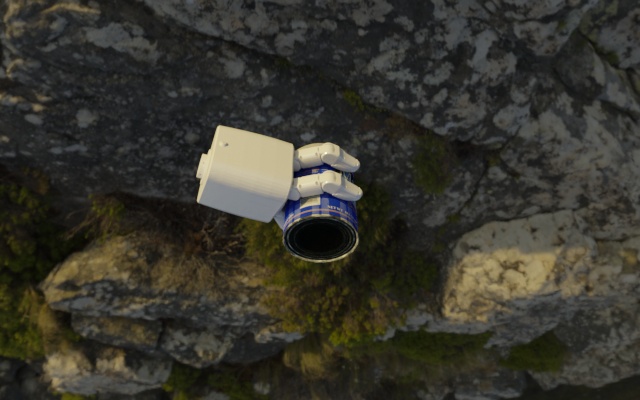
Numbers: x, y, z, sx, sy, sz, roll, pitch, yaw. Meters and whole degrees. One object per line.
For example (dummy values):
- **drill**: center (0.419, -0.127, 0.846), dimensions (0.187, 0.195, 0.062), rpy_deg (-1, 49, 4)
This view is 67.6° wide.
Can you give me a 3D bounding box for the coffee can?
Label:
- **coffee can**: center (0.000, 0.002, 0.683), dimensions (0.103, 0.140, 0.103), rpy_deg (0, -42, 0)
